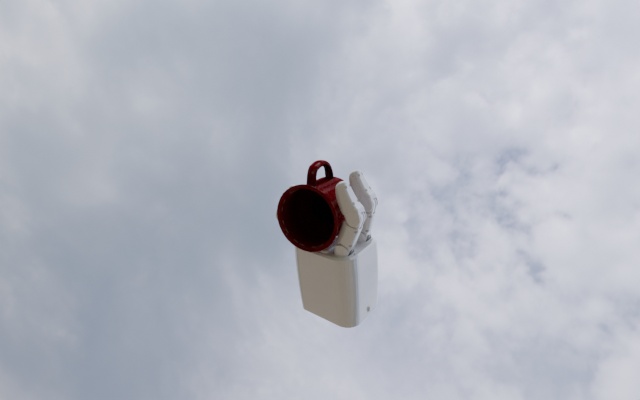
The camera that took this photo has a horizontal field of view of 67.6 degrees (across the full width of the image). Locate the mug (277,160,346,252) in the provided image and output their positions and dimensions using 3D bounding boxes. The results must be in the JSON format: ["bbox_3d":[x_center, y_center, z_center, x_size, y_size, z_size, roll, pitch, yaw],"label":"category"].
[{"bbox_3d":[0.000,0.001,0.654,0.093,0.117,0.081,6,18,29],"label":"mug"}]
